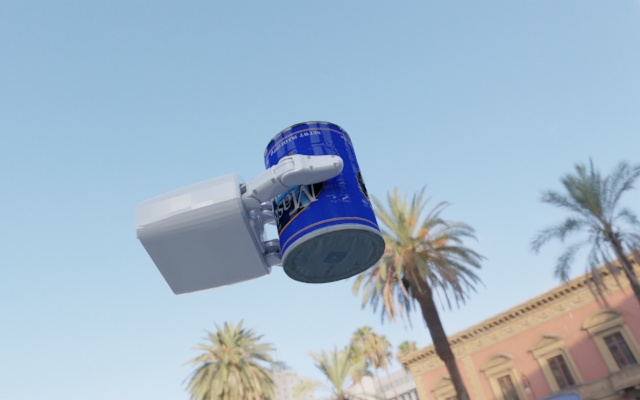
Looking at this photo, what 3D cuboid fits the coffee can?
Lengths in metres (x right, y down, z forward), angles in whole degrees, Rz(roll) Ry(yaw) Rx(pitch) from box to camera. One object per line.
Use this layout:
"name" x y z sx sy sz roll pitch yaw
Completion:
"coffee can" 0.000 0.002 0.503 0.103 0.140 0.103 -9 -35 -7
